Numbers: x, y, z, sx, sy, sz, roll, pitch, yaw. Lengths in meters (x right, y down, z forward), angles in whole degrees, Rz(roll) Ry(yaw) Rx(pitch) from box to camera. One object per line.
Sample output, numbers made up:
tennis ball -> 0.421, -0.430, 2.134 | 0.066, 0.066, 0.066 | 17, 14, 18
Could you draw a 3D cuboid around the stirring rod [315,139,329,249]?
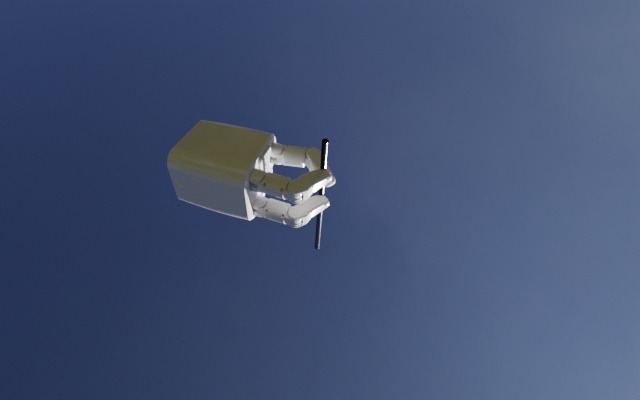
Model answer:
stirring rod -> 0.000, 0.002, 0.646 | 0.011, 0.011, 0.240 | 0, -36, -3
